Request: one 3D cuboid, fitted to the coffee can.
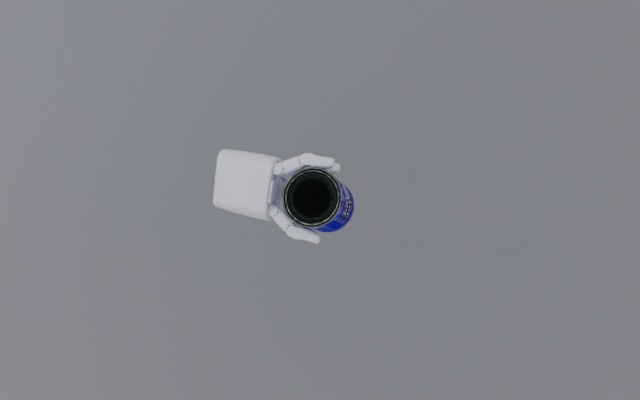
[{"bbox_3d":[0.000,0.003,0.847,0.103,0.103,0.140,0,-6,12],"label":"coffee can"}]
